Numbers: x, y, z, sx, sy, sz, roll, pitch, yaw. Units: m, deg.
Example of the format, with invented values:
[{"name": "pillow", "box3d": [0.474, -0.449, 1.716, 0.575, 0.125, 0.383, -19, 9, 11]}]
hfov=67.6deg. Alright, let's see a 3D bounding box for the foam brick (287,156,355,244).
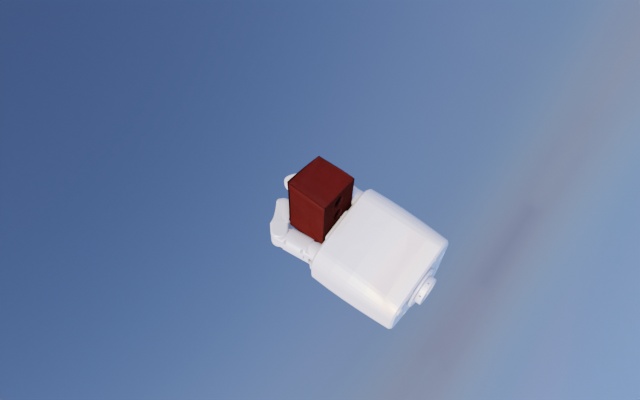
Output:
[{"name": "foam brick", "box3d": [0.000, 0.002, 0.522, 0.051, 0.053, 0.078, 34, -30, 22]}]
